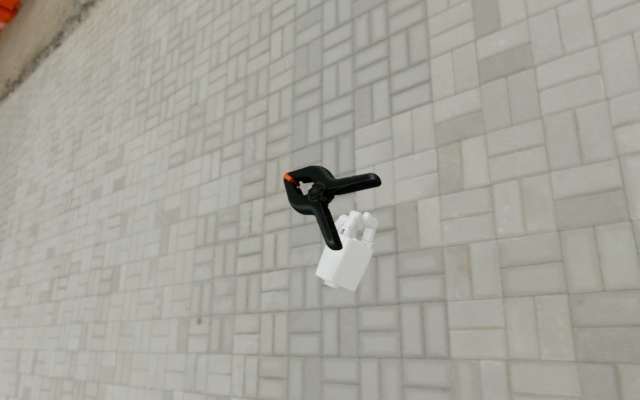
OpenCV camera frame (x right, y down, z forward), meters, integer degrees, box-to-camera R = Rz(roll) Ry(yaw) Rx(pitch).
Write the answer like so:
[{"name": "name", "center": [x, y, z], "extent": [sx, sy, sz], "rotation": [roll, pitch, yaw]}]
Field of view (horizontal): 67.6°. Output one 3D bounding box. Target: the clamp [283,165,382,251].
[{"name": "clamp", "center": [0.000, 0.002, 0.703], "extent": [0.171, 0.120, 0.039], "rotation": [15, -20, 45]}]
